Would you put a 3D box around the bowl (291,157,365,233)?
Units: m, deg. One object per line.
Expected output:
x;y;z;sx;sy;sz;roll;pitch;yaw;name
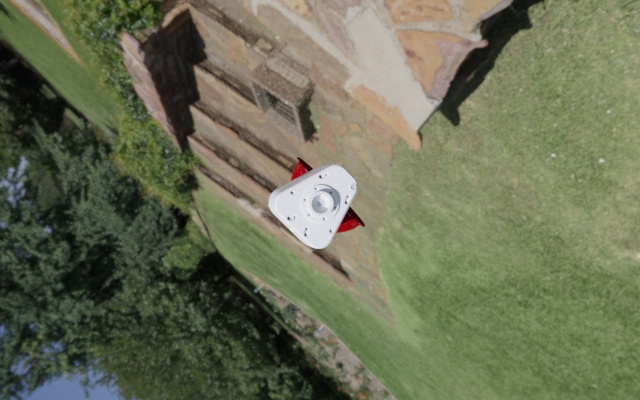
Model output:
0.000;0.003;0.803;0.055;0.162;0.162;-44;-6;6;bowl
